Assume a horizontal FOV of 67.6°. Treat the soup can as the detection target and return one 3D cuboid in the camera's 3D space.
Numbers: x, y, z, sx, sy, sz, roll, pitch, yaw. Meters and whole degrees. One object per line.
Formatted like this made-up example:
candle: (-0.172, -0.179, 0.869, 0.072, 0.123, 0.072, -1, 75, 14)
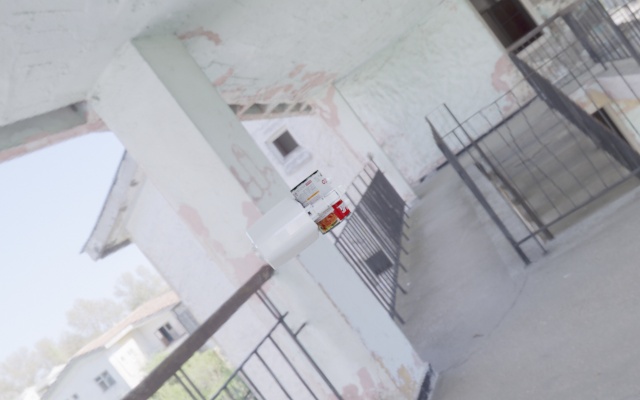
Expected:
soup can: (0.000, 0.002, 0.879, 0.068, 0.102, 0.068, -38, 2, 2)
